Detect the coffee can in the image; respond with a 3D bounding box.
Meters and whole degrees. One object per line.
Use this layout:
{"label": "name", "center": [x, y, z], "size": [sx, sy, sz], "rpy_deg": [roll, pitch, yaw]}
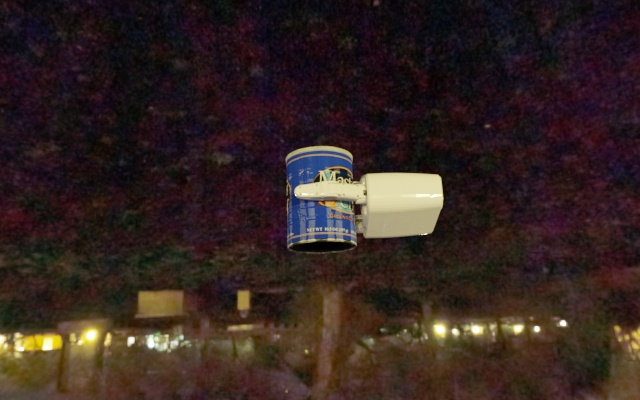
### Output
{"label": "coffee can", "center": [0.000, 0.002, 0.716], "size": [0.103, 0.140, 0.103], "rpy_deg": [-2, -16, -1]}
